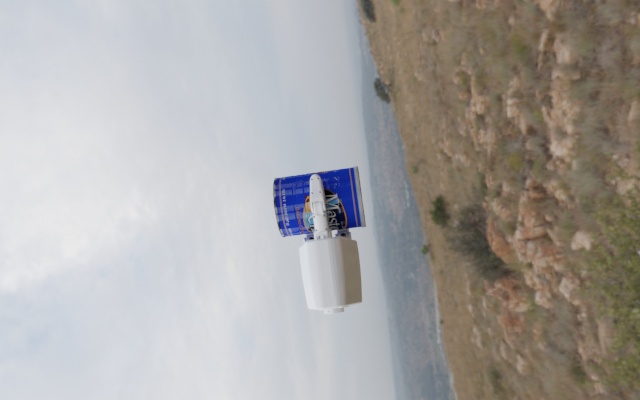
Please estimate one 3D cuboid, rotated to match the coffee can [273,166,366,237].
[{"bbox_3d":[0.000,0.002,0.800,0.140,0.103,0.103,-8,-1,5],"label":"coffee can"}]
